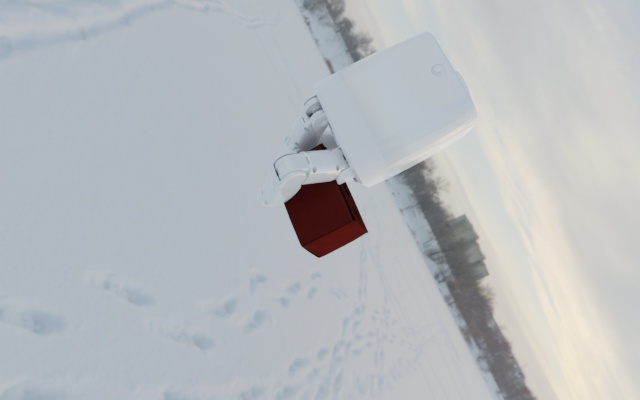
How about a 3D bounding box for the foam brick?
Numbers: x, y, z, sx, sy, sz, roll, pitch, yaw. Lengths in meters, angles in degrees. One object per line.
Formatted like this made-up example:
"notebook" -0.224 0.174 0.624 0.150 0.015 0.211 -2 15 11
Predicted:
"foam brick" 0.000 0.002 0.416 0.051 0.078 0.053 -26 -21 8
